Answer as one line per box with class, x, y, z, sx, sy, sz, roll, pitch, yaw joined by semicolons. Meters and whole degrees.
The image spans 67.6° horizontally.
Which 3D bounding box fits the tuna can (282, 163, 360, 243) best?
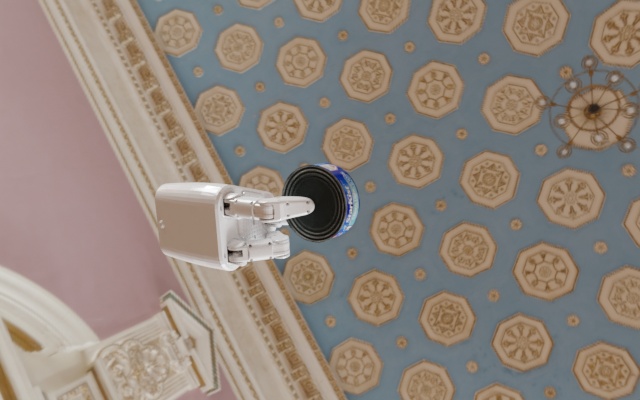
tuna can;0.000;0.002;0.531;0.086;0.086;0.034;0;8;34
